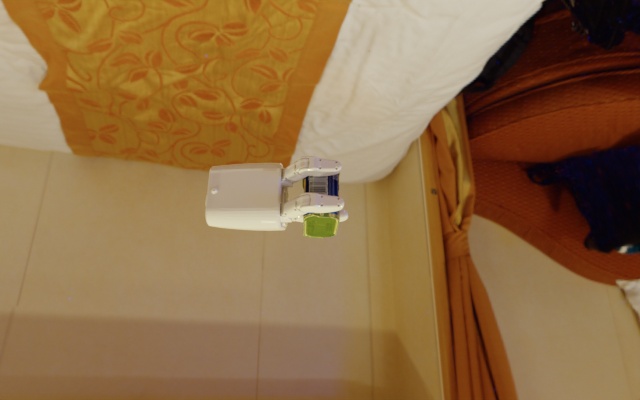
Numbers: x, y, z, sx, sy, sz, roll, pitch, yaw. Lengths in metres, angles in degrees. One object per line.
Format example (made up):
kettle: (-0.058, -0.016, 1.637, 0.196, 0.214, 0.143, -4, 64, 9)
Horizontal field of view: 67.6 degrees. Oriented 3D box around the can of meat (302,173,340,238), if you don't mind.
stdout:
can of meat: (0.000, 0.003, 0.712, 0.057, 0.084, 0.102, 1, -22, -1)
